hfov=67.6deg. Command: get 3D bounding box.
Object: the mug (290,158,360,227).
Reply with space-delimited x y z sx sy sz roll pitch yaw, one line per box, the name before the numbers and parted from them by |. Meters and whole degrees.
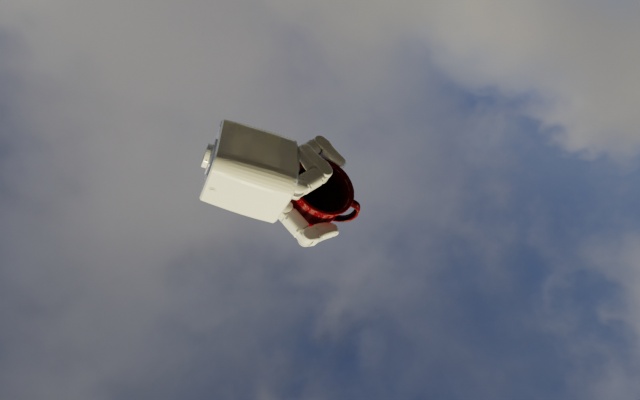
mug | 0.001 0.003 0.691 0.117 0.093 0.081 18 -36 -17
